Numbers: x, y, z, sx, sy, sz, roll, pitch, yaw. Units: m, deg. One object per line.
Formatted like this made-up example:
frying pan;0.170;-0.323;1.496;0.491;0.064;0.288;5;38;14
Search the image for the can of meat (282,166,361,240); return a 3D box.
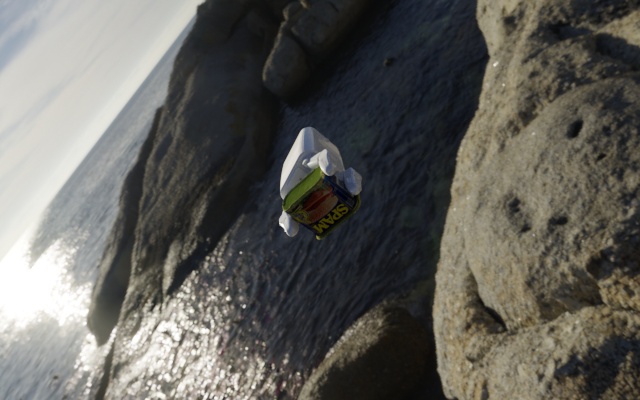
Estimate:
can of meat;0.000;0.002;0.780;0.084;0.102;0.057;38;27;-24
